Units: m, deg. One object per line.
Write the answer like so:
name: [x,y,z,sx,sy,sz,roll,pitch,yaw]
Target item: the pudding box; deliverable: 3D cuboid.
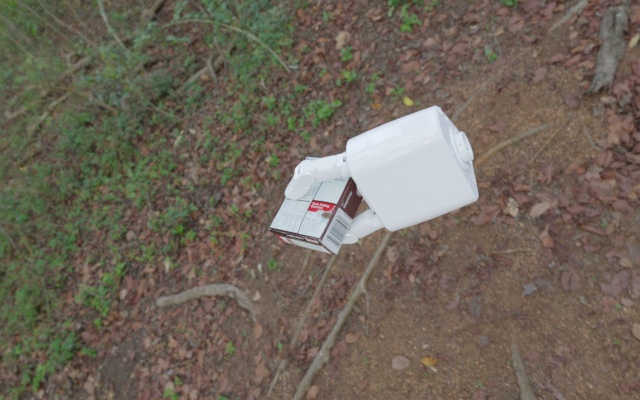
pudding box: [0.000,0.002,0.576,0.090,0.113,0.039,8,-27,43]
